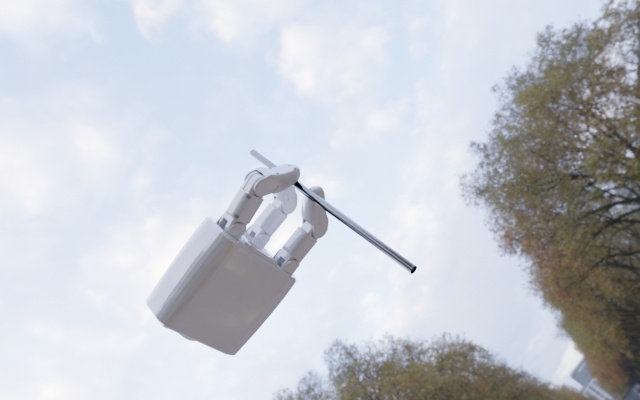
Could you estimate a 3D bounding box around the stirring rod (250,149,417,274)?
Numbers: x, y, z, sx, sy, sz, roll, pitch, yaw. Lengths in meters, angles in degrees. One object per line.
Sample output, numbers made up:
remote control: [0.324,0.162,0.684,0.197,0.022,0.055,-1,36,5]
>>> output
stirring rod: [0.000,0.002,0.467,0.011,0.011,0.239,0,28,-46]
